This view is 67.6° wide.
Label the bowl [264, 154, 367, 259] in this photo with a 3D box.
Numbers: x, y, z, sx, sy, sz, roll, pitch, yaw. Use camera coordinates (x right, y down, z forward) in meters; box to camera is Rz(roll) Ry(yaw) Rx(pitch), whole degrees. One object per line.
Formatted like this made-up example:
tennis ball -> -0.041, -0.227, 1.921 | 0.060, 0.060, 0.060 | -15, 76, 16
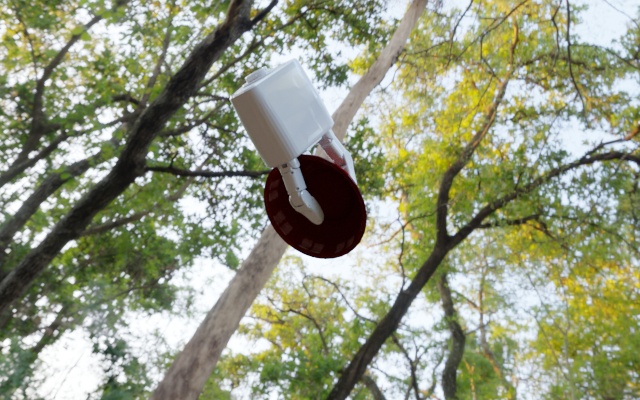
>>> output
bowl -> 0.001, 0.003, 0.691 | 0.162, 0.162, 0.055 | 0, 23, 28
